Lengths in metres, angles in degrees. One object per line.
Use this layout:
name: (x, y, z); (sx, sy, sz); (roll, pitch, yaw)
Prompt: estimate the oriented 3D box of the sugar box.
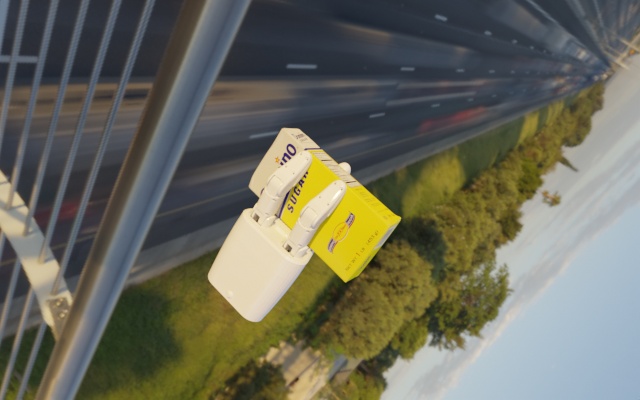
sugar box: (0.000, 0.002, 0.570); (0.176, 0.093, 0.048); (41, 23, 16)
